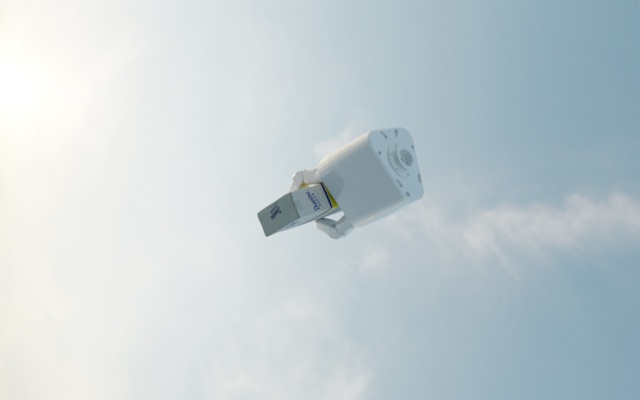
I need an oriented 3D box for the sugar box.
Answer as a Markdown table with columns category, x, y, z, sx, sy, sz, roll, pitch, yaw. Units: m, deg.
| category | x | y | z | sx | sy | sz | roll | pitch | yaw |
| --- | --- | --- | --- | --- | --- | --- | --- | --- | --- |
| sugar box | 0.000 | 0.002 | 0.728 | 0.176 | 0.048 | 0.093 | -14 | -11 | -42 |
